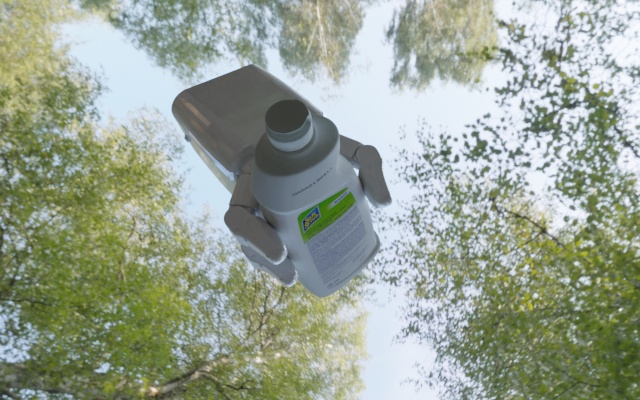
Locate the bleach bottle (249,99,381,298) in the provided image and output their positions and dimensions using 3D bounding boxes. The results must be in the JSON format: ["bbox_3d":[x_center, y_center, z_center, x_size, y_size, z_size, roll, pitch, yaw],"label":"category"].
[{"bbox_3d":[0.000,0.001,0.417,0.068,0.102,0.251,41,-17,26],"label":"bleach bottle"}]
